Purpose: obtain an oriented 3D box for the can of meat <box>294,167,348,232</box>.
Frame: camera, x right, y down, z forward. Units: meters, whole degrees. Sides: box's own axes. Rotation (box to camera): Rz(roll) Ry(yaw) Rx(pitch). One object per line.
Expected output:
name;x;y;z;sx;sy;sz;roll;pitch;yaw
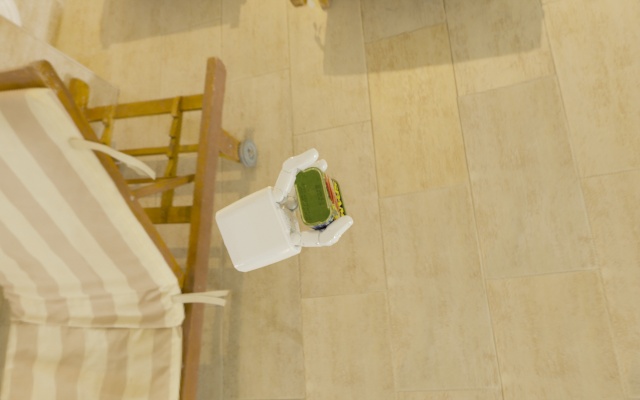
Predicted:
can of meat;0.000;0.003;0.786;0.057;0.102;0.084;-19;-19;16
